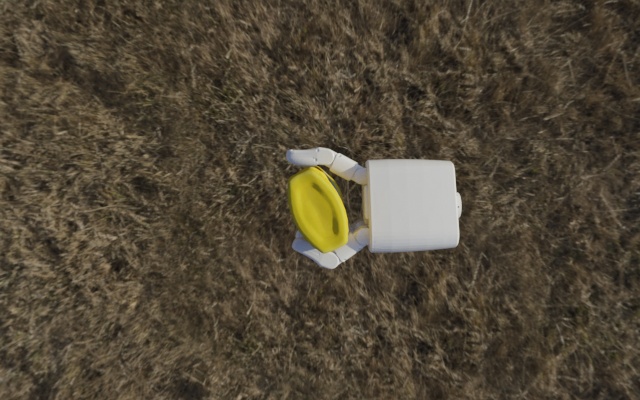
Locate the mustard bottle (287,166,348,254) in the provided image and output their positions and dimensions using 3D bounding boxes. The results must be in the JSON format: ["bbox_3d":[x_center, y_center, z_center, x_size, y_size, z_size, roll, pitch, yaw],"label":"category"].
[{"bbox_3d":[0.000,0.002,0.616,0.058,0.096,0.191,-27,5,5],"label":"mustard bottle"}]
